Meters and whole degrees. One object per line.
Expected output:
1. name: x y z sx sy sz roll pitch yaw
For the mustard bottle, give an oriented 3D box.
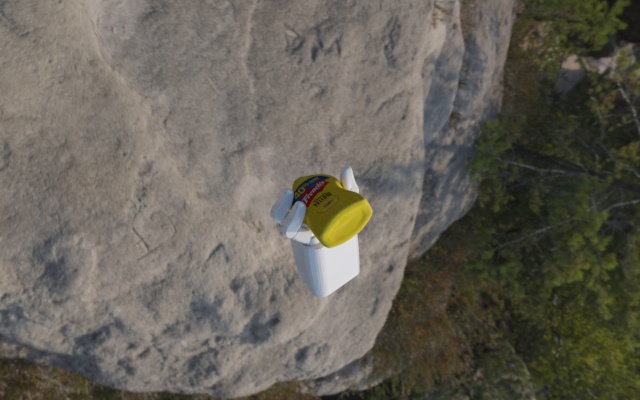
1. mustard bottle: 0.000 0.002 0.802 0.096 0.058 0.191 -40 34 -7
